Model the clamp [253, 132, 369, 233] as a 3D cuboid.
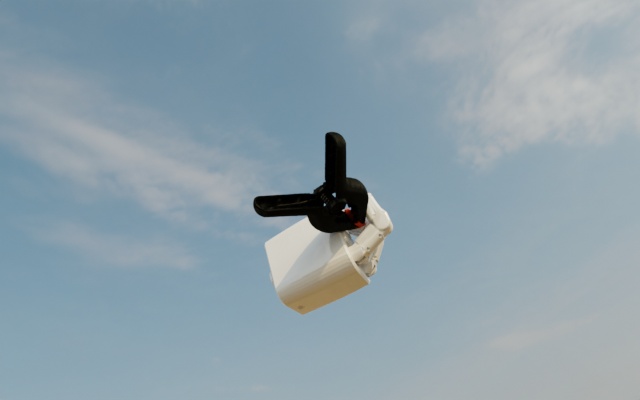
[{"bbox_3d":[0.000,0.001,0.555,0.120,0.039,0.171,-31,-36,5],"label":"clamp"}]
